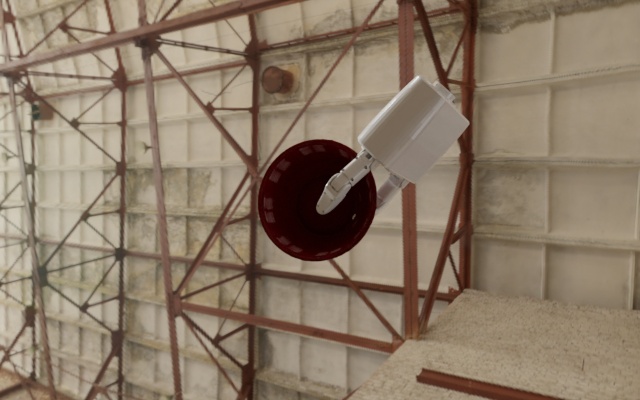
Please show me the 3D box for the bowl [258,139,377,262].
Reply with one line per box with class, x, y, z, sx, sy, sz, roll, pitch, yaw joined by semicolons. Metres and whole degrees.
bowl;-0.001;0.003;0.644;0.162;0.162;0.055;0;-9;16
